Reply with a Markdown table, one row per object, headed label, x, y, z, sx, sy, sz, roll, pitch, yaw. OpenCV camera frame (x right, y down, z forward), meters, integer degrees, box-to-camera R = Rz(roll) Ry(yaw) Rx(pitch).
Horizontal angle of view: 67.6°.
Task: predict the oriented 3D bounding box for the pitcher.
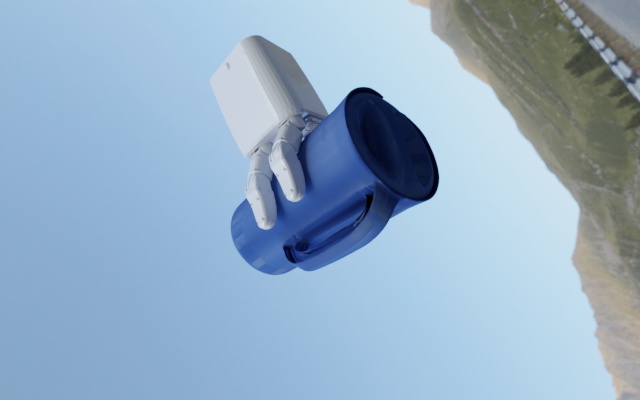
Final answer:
| label | x | y | z | sx | sy | sz | roll | pitch | yaw |
| --- | --- | --- | --- | --- | --- | --- | --- | --- | --- |
| pitcher | 0.000 | 0.002 | 0.537 | 0.149 | 0.145 | 0.243 | -15 | -17 | -49 |
